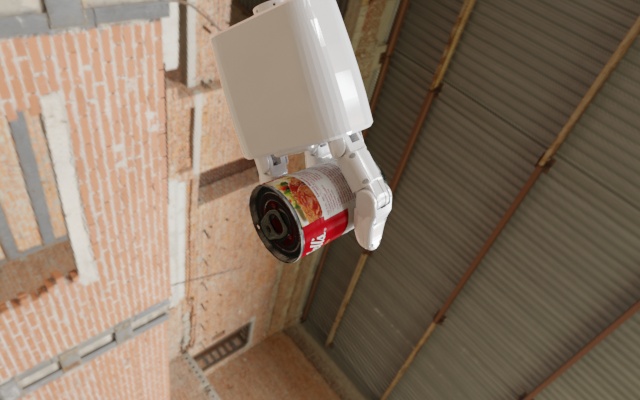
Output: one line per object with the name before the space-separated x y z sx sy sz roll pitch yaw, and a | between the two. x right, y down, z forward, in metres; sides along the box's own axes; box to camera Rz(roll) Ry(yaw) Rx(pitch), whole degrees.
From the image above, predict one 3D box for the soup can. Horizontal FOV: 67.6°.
soup can | 0.001 0.002 0.409 0.102 0.068 0.068 -26 15 -35
